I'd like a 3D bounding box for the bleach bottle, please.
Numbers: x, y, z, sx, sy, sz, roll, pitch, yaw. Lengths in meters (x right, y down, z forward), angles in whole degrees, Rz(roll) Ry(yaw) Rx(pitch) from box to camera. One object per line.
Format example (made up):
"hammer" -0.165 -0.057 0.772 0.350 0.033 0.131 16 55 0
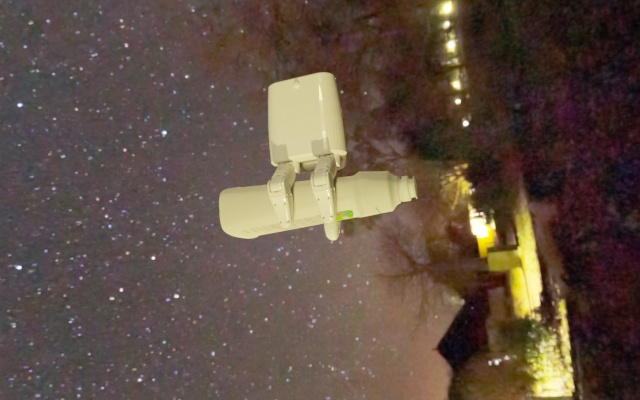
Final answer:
"bleach bottle" 0.000 0.002 0.625 0.251 0.068 0.102 -8 -9 17
